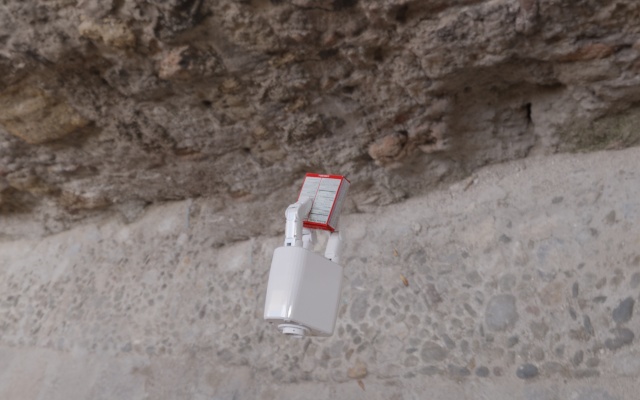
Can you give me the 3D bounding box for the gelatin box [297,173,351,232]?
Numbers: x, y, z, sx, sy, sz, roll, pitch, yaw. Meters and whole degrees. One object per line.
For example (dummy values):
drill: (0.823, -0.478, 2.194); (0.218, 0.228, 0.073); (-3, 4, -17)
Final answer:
gelatin box: (0.000, 0.002, 0.763); (0.073, 0.089, 0.030); (6, -20, 36)
